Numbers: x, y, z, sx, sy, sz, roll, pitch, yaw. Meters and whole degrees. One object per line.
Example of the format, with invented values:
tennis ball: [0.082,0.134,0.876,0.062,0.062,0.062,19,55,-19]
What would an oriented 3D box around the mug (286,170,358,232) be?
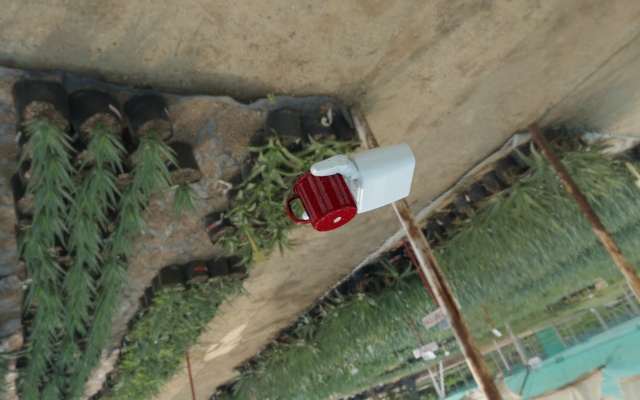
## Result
mug: [-0.001,0.003,0.795,0.117,0.081,0.093,-18,-24,-15]
